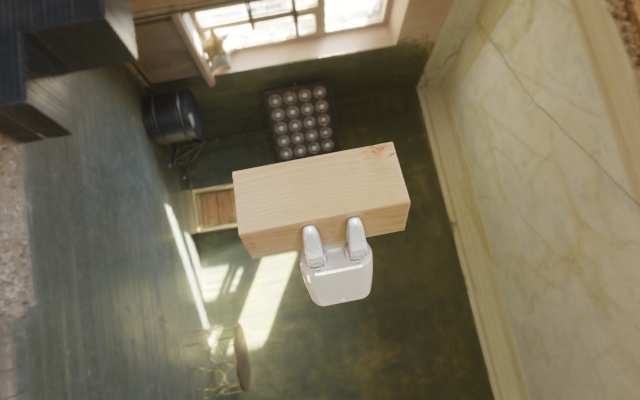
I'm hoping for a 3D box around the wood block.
[{"bbox_3d":[0.000,0.002,0.618,0.206,0.090,0.090,-11,-27,-1],"label":"wood block"}]
